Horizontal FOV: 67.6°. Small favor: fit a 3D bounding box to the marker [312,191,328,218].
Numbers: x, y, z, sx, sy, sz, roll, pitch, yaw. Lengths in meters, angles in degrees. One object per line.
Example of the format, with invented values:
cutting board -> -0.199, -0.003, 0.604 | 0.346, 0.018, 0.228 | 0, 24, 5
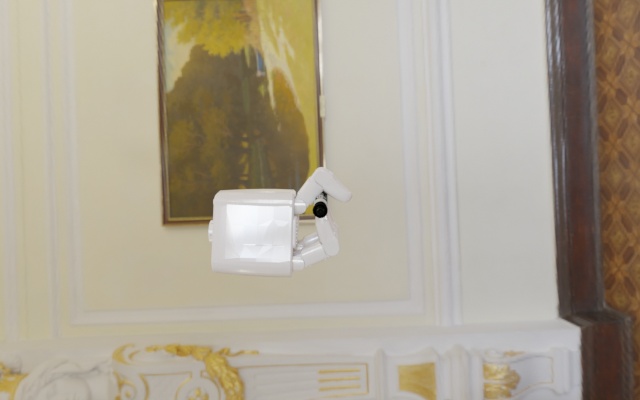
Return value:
marker -> 0.000, 0.002, 0.631 | 0.020, 0.020, 0.121 | 0, 11, 1
